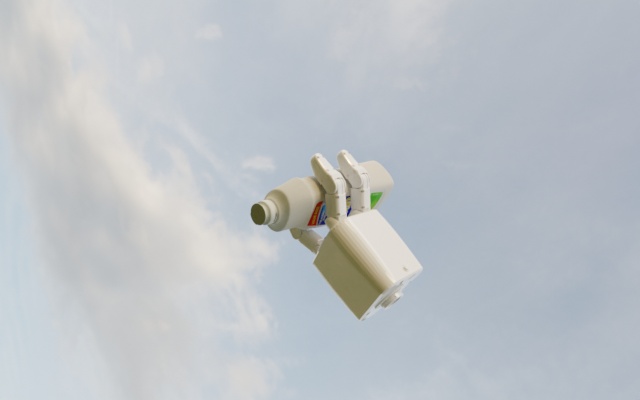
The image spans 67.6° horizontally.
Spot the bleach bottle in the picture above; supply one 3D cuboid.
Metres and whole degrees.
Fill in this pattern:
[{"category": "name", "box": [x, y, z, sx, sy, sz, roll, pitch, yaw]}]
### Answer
[{"category": "bleach bottle", "box": [0.000, 0.002, 0.683, 0.251, 0.068, 0.103, -14, -31, -48]}]
